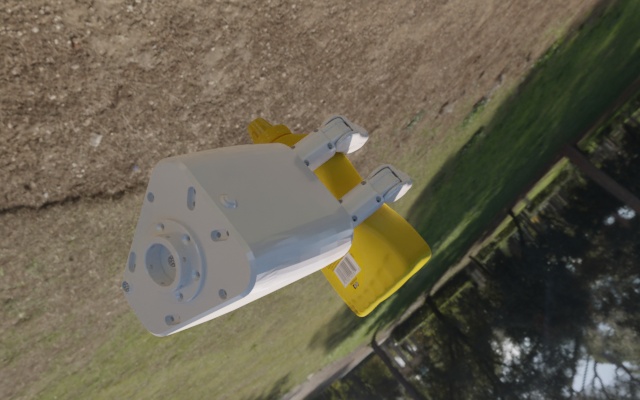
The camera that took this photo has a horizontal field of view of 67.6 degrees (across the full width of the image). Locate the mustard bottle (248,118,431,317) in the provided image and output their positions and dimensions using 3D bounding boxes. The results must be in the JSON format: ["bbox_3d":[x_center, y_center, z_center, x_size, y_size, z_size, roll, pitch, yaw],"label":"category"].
[{"bbox_3d":[0.000,0.001,0.407,0.058,0.191,0.096,-30,-18,-35],"label":"mustard bottle"}]
